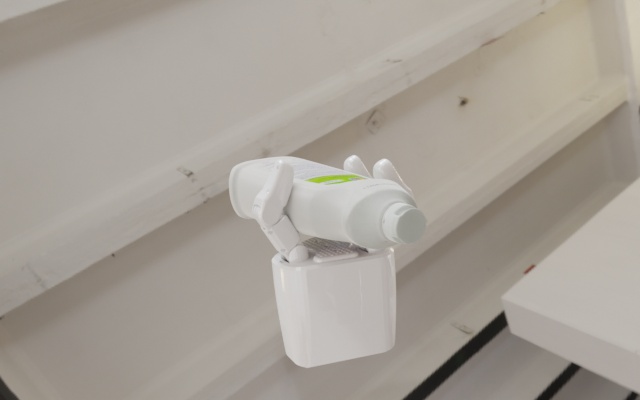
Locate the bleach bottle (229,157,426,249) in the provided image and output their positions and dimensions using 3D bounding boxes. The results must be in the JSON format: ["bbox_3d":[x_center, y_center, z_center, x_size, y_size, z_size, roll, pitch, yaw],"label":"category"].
[{"bbox_3d":[0.000,0.001,0.462,0.102,0.068,0.251,-12,15,-27],"label":"bleach bottle"}]
